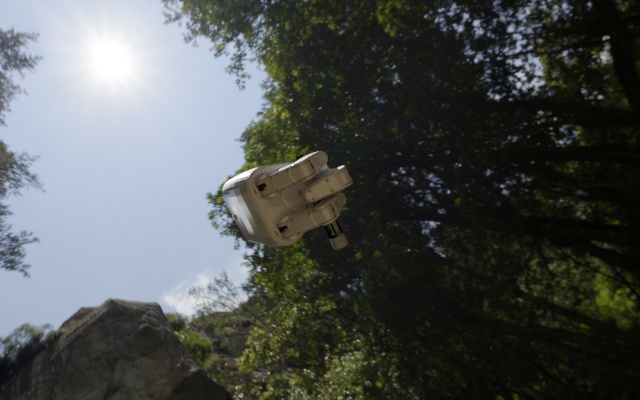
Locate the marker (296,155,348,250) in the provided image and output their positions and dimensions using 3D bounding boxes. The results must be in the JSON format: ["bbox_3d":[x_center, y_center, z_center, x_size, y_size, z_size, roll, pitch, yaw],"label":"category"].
[{"bbox_3d":[0.000,0.002,0.571,0.020,0.121,0.020,-24,10,5],"label":"marker"}]
